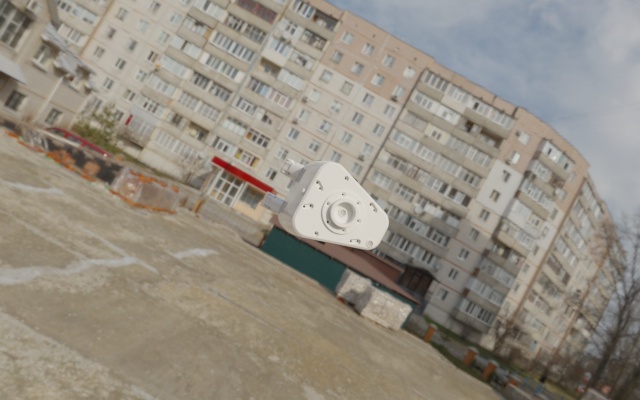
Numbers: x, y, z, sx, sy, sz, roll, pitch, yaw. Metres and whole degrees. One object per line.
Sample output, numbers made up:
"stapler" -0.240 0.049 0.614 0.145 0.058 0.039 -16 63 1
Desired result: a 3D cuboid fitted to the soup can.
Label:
"soup can" 0.000 0.002 0.672 0.068 0.102 0.068 29 -3 2
